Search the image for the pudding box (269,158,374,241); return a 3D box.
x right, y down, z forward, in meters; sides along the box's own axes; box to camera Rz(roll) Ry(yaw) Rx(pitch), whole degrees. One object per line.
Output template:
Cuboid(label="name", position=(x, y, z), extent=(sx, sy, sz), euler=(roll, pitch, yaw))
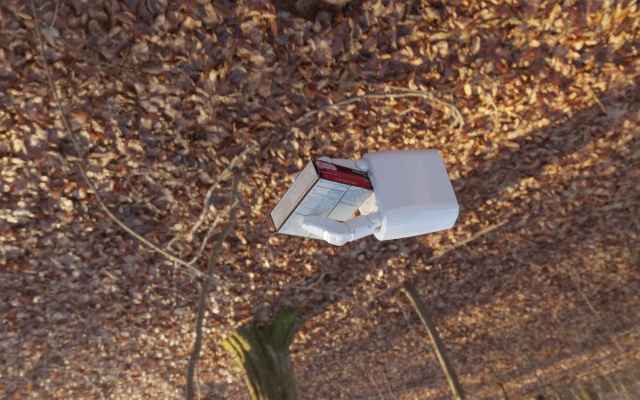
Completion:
Cuboid(label="pudding box", position=(0.000, 0.002, 0.618), extent=(0.090, 0.039, 0.113), euler=(13, -49, -35))
